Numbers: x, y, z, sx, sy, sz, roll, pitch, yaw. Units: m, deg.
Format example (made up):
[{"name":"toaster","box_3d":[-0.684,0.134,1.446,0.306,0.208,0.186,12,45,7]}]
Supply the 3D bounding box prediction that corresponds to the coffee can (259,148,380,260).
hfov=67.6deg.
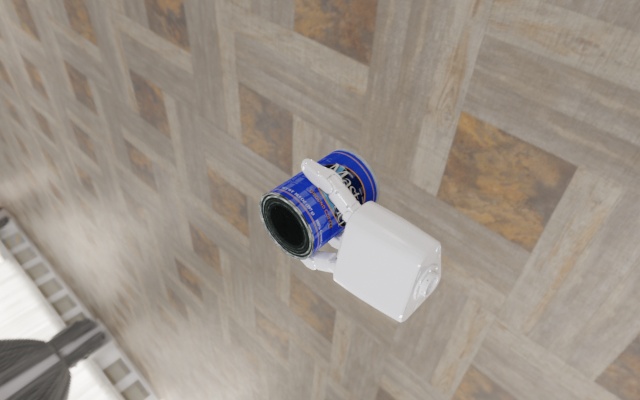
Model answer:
[{"name":"coffee can","box_3d":[0.000,0.002,0.666,0.140,0.103,0.103,-35,21,-34]}]
